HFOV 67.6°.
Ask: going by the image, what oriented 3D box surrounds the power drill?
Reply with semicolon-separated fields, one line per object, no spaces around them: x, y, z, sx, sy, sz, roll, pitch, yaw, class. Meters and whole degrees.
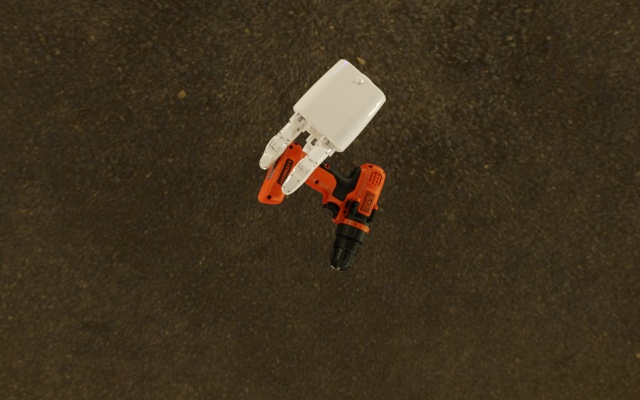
0.000;0.002;0.765;0.188;0.184;0.057;24;-11;-20;power drill
